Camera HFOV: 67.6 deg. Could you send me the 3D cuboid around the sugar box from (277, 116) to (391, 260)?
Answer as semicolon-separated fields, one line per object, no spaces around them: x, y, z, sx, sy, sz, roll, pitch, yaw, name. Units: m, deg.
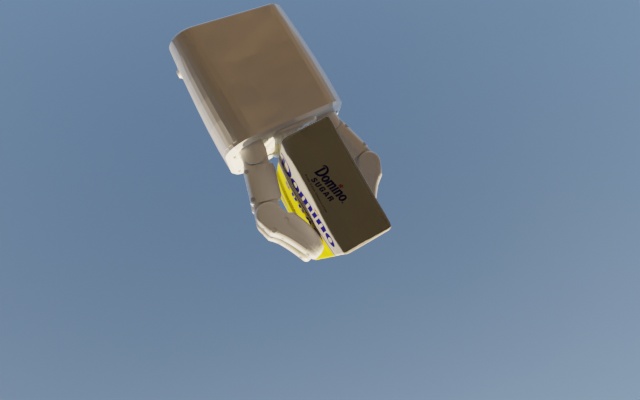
-0.001;0.001;0.411;0.048;0.093;0.176;-29;-5;-8;sugar box
